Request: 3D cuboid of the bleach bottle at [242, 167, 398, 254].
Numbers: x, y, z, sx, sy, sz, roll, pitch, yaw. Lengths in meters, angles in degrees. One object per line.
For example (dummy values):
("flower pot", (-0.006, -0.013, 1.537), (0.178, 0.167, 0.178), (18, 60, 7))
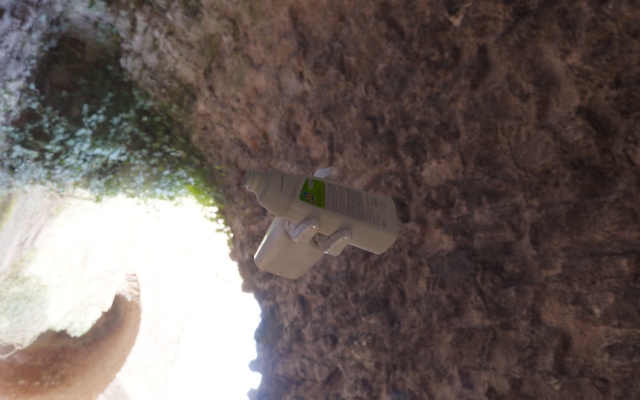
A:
("bleach bottle", (0.000, 0.002, 0.744), (0.251, 0.102, 0.068), (21, -49, -22))
